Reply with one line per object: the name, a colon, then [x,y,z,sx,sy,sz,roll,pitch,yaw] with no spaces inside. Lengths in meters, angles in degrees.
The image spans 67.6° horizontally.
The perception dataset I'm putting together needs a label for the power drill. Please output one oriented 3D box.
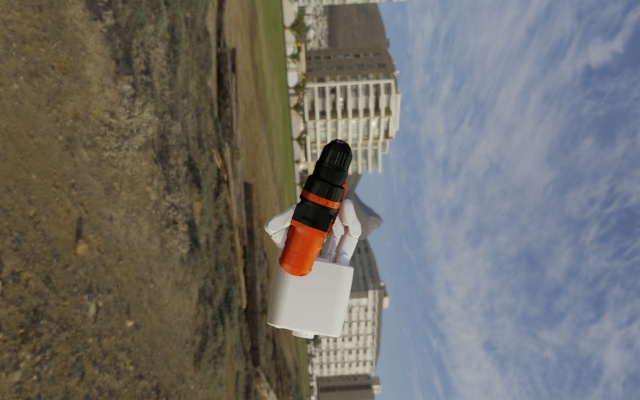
power drill: [0.000,0.002,0.678,0.057,0.184,0.187,23,8,4]
